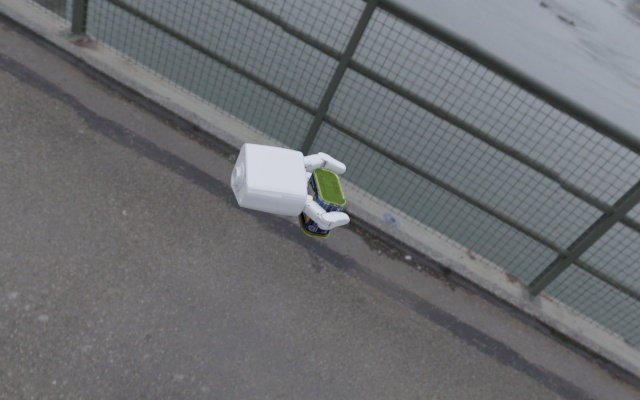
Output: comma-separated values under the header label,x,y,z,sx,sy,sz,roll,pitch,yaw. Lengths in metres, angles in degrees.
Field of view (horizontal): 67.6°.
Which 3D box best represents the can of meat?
label,x,y,z,sx,sy,sz,roll,pitch,yaw
can of meat,0.000,0.003,0.866,0.057,0.084,0.102,11,39,-23
